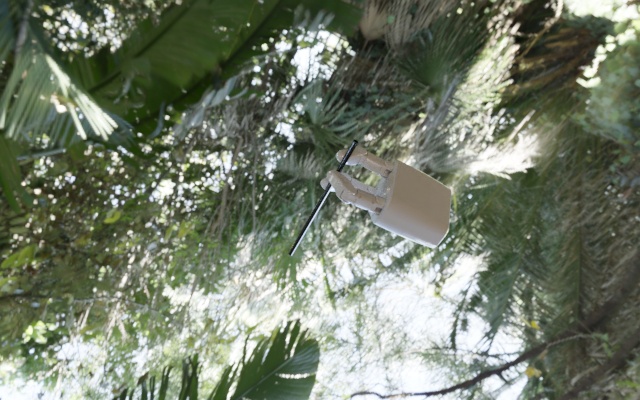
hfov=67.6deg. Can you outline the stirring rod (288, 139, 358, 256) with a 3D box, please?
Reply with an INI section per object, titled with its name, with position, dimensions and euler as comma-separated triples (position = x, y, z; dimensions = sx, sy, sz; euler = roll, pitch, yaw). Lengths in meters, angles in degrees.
[stirring rod]
position = 0.000, 0.002, 0.760
dimensions = 0.011, 0.240, 0.011
euler = 21, 32, -14
